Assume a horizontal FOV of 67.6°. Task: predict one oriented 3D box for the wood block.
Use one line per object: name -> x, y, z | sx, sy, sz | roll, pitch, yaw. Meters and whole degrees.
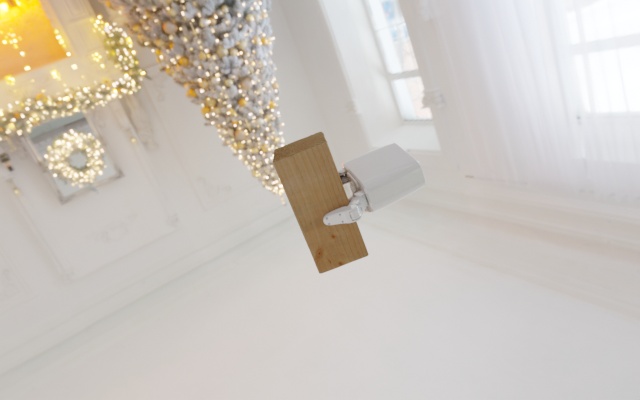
wood block -> 0.001, 0.003, 0.797 | 0.090, 0.206, 0.090 | -21, 19, 3
